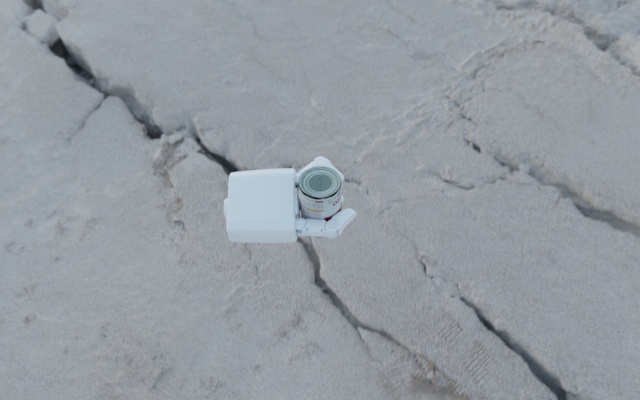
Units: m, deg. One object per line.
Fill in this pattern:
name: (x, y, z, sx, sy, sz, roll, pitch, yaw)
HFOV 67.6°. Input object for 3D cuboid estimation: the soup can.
soup can: (0.001, 0.002, 0.761, 0.068, 0.068, 0.102, 0, -39, 2)
